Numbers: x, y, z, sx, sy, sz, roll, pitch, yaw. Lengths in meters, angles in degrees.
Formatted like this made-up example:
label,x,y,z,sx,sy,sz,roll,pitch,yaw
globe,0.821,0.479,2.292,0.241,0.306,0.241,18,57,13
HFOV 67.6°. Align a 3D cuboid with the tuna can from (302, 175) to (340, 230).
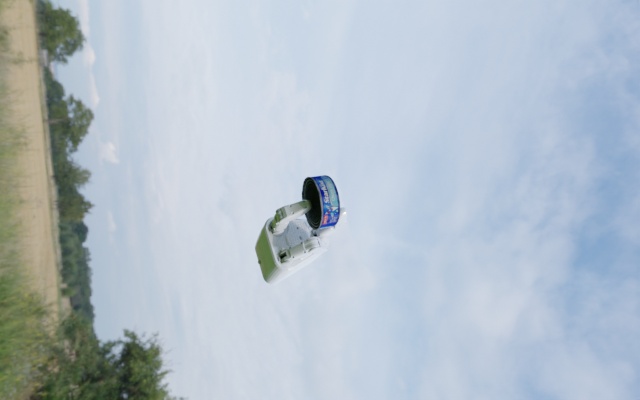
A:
label,x,y,z,sx,sy,sz,roll,pitch,yaw
tuna can,0.001,0.002,0.766,0.034,0.086,0.086,-9,3,-21
